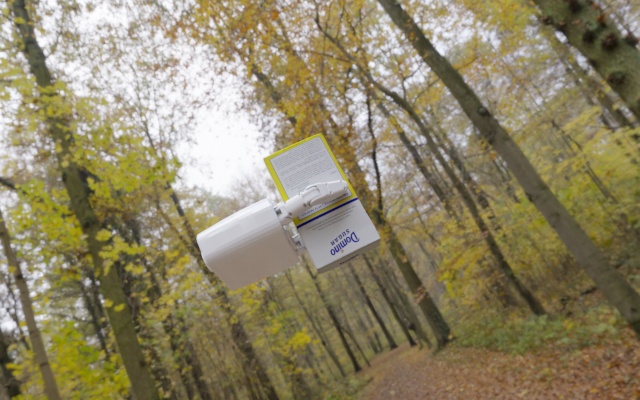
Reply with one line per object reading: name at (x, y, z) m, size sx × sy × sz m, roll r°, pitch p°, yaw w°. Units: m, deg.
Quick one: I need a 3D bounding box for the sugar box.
sugar box at (0.000, 0.002, 0.649) m, size 0.093 × 0.176 × 0.048 m, roll -25°, pitch -18°, yaw -5°
